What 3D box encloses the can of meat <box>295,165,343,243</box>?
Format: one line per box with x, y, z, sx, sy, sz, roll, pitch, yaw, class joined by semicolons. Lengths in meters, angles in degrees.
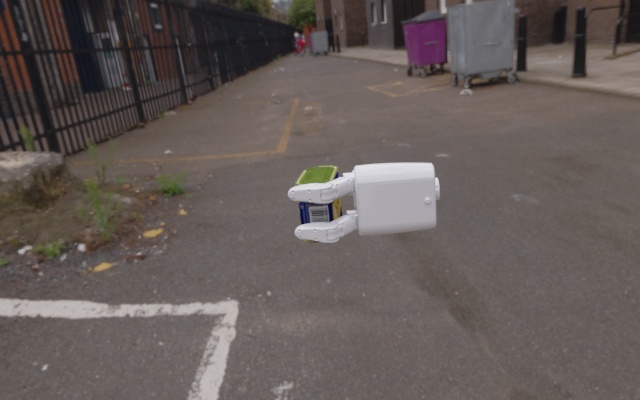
0.000;0.002;0.688;0.057;0.084;0.102;-3;19;9;can of meat
